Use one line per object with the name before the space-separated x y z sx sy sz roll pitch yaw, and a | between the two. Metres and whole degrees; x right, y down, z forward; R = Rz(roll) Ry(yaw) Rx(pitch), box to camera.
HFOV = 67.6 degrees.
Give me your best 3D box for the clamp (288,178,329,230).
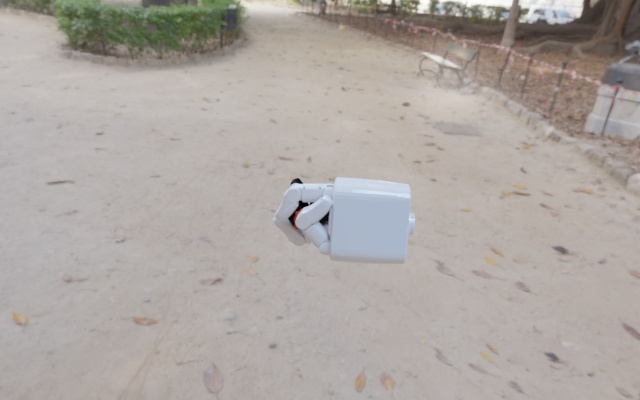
clamp | 0.000 0.002 0.761 0.120 0.039 0.171 -1 22 7
